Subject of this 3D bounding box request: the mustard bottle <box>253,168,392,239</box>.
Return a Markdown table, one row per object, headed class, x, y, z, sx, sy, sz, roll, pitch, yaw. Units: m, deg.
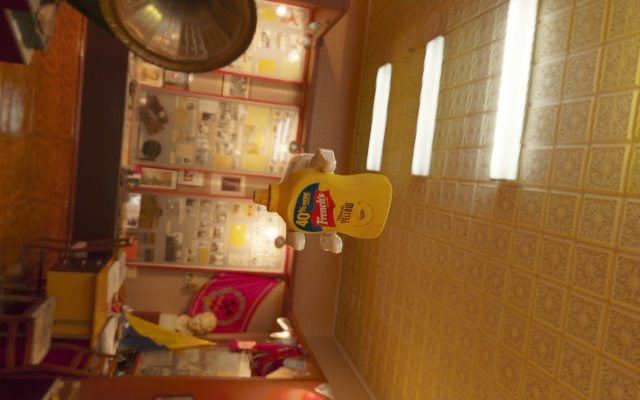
| class | x | y | z | sx | sy | sz | roll | pitch | yaw |
| --- | --- | --- | --- | --- | --- | --- | --- | --- | --- |
| mustard bottle | 0.000 | 0.002 | 0.683 | 0.191 | 0.096 | 0.058 | 5 | 30 | -14 |
